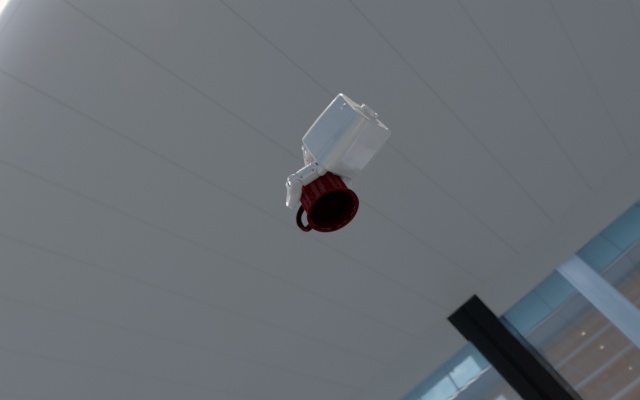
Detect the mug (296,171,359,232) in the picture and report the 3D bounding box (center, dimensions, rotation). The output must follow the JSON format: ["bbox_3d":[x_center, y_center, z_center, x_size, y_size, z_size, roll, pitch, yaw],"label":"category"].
[{"bbox_3d":[-0.001,0.004,0.823,0.093,0.117,0.081,27,21,-38],"label":"mug"}]
